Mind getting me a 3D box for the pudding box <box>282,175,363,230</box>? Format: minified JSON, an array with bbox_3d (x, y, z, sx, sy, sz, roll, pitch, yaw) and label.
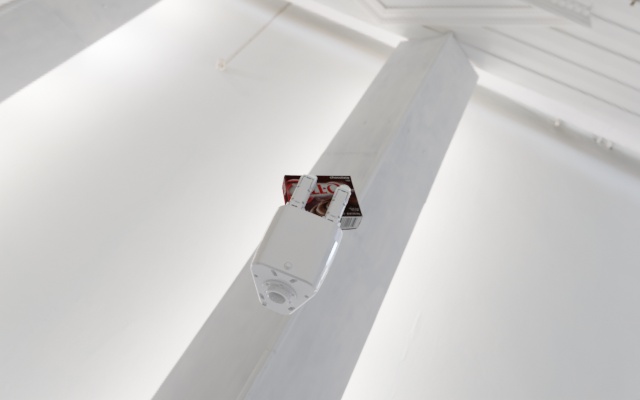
[{"bbox_3d":[0.000,0.003,0.745,0.113,0.090,0.039,1,-43,-16],"label":"pudding box"}]
